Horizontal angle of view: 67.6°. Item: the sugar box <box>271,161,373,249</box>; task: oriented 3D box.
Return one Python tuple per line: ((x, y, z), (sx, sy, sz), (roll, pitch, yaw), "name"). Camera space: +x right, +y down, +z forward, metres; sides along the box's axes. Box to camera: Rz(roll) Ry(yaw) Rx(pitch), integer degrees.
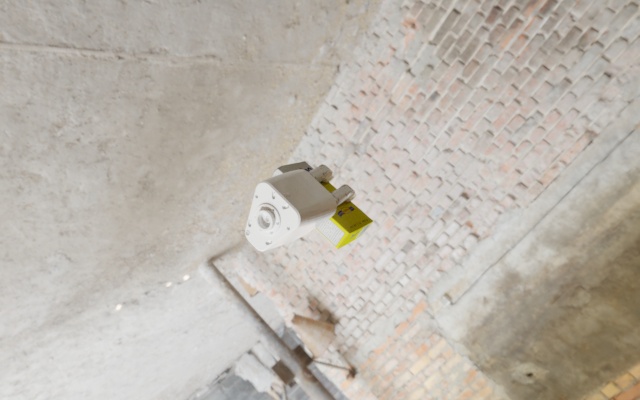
((0.000, 0.002, 0.841), (0.176, 0.048, 0.093), (44, 30, 16), "sugar box")
